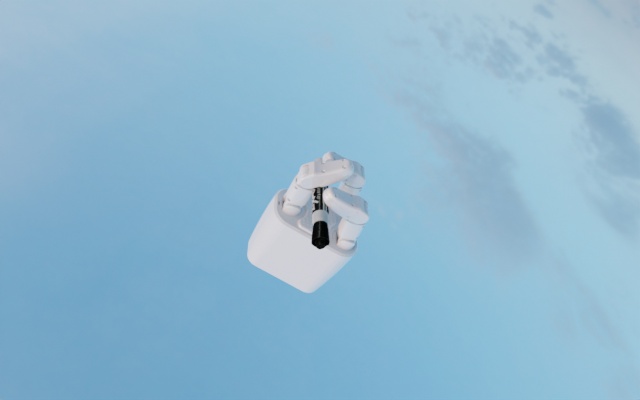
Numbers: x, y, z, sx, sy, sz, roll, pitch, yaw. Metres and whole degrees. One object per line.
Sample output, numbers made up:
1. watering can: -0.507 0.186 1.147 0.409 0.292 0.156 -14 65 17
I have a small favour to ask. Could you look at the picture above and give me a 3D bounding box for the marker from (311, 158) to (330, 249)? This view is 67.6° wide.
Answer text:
1. marker: 0.000 0.002 0.520 0.020 0.121 0.020 0 -41 0
